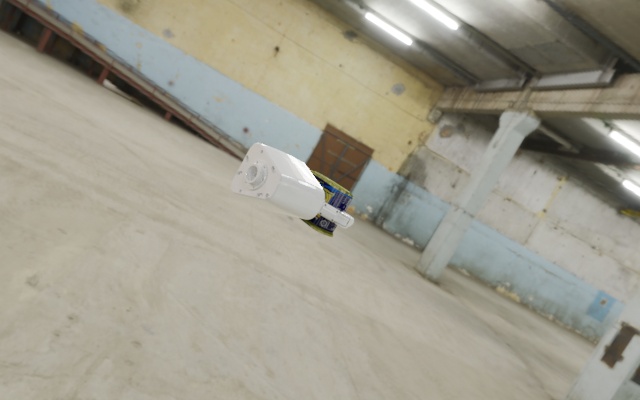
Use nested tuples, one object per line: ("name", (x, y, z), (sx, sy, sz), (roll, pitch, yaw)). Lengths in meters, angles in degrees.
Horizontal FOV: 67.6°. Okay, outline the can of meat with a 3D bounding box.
("can of meat", (0.000, 0.003, 0.846), (0.057, 0.084, 0.102), (24, 8, -47))
